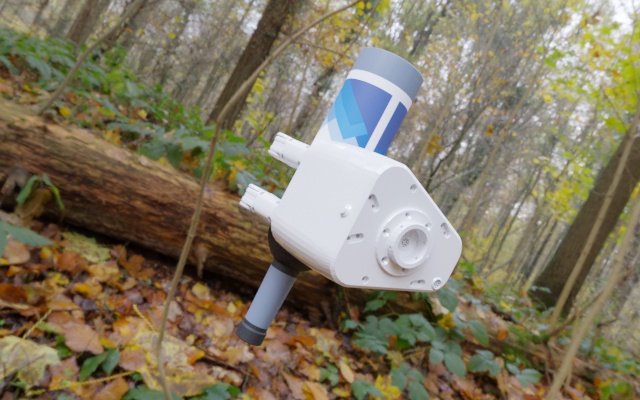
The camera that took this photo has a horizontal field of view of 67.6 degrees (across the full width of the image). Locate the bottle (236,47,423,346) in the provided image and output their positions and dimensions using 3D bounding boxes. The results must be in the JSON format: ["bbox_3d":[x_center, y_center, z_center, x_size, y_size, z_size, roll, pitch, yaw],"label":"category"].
[{"bbox_3d":[0.000,0.001,0.456,0.069,0.295,0.069,28,-1,0],"label":"bottle"}]
